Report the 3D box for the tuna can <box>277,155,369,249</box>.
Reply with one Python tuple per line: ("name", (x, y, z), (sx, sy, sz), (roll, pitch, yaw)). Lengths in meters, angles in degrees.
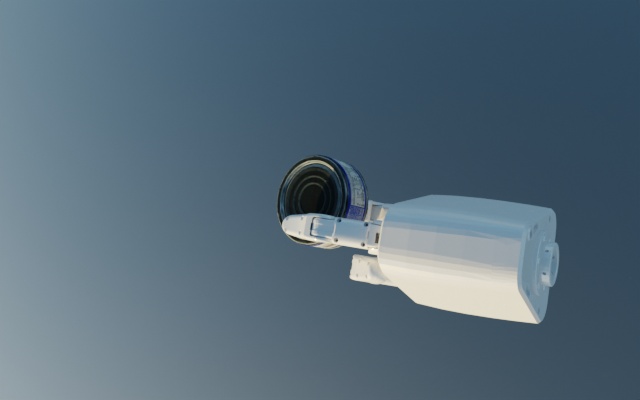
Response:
("tuna can", (0.000, 0.001, 0.446), (0.086, 0.086, 0.034), (0, -8, 39))
